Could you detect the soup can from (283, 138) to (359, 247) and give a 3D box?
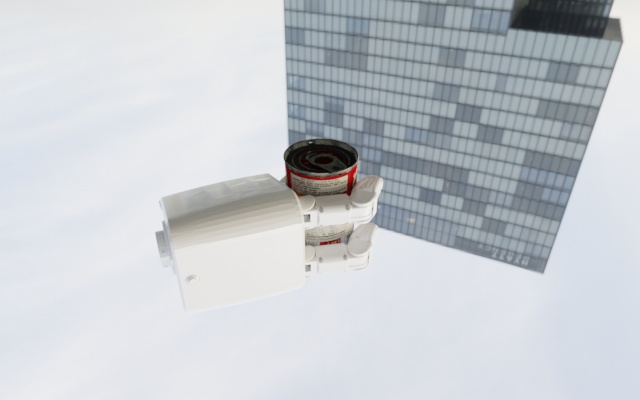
[{"bbox_3d":[0.000,0.002,0.456,0.068,0.102,0.068,0,33,0],"label":"soup can"}]
